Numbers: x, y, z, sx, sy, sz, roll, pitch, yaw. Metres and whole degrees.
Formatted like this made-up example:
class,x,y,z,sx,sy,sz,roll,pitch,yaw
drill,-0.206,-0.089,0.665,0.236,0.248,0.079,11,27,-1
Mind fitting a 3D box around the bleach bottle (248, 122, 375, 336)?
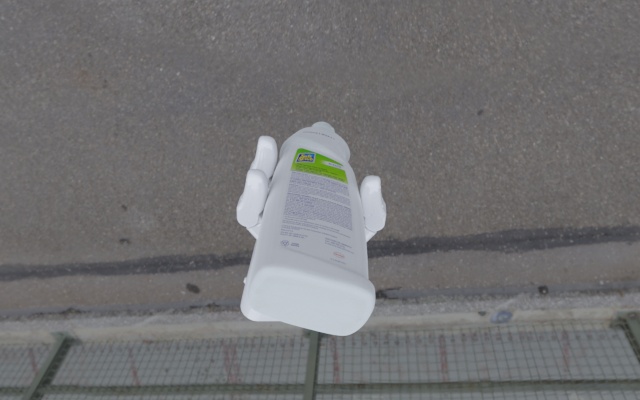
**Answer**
class,x,y,z,sx,sy,sz,roll,pitch,yaw
bleach bottle,0.000,0.001,0.465,0.102,0.068,0.250,17,39,-8
